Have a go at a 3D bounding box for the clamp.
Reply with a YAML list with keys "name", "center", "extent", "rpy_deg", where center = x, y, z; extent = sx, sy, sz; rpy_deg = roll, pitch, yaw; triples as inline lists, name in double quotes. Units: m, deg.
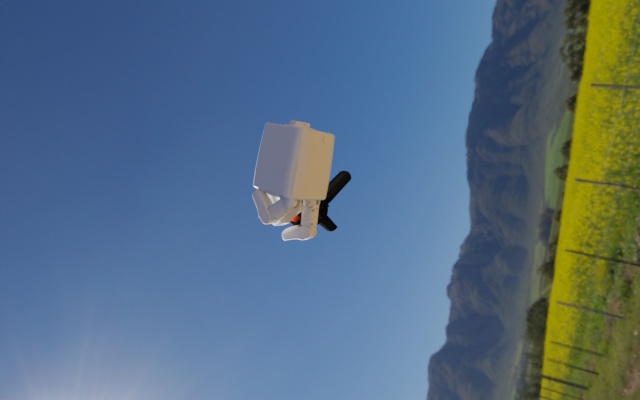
- name: "clamp"
  center: [0.000, 0.003, 0.837]
  extent: [0.039, 0.120, 0.171]
  rpy_deg: [18, 9, 25]
